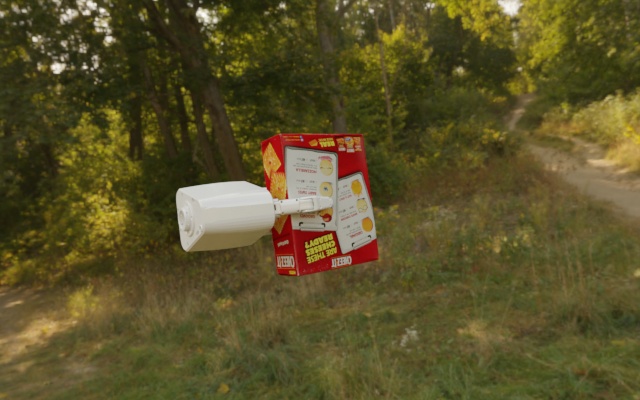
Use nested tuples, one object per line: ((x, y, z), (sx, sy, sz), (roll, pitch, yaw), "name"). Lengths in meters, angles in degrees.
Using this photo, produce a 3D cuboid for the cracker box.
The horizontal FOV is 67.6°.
((0.000, 0.002, 0.771), (0.164, 0.213, 0.072), (-6, -2, -35), "cracker box")
